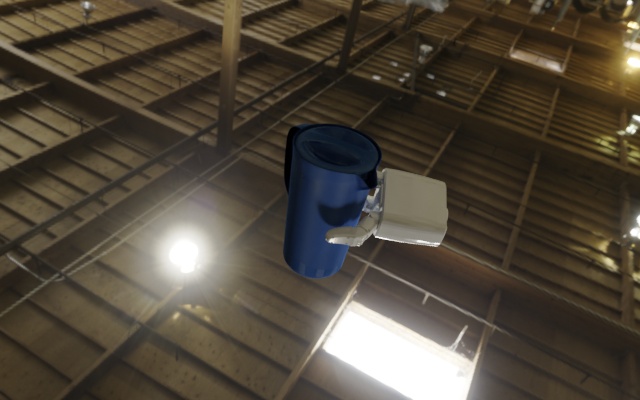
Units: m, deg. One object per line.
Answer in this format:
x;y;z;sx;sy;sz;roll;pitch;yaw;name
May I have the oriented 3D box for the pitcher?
0.000;0.003;0.775;0.145;0.243;0.149;10;38;-3;pitcher
